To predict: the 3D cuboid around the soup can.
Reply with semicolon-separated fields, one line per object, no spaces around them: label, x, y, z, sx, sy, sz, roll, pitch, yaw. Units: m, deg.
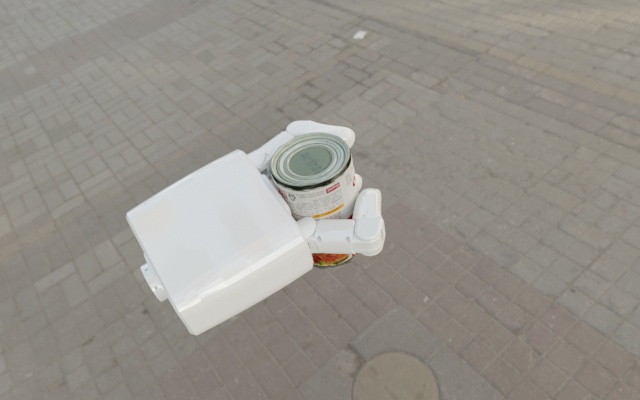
soup can;0.000;0.001;0.410;0.068;0.068;0.102;0;-44;14
